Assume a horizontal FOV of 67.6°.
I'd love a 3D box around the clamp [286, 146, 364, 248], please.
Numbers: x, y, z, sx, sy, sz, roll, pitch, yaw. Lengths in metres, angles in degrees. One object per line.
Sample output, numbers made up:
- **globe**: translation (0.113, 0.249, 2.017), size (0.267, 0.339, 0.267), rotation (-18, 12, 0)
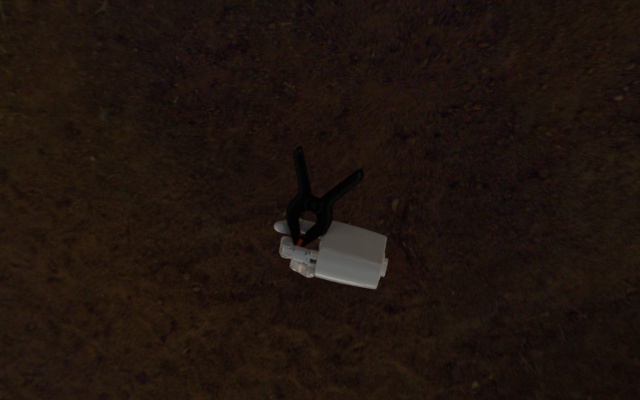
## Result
- **clamp**: translation (0.000, 0.003, 0.802), size (0.120, 0.171, 0.039), rotation (13, 16, 6)
